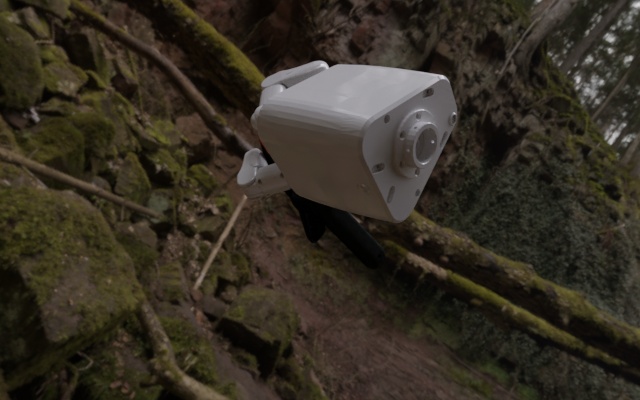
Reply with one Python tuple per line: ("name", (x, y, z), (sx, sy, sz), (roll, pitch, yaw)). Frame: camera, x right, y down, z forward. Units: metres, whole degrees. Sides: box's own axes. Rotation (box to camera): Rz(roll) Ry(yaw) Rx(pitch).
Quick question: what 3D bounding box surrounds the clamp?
("clamp", (0.000, 0.001, 0.477), (0.120, 0.039, 0.172), (17, -31, 42))
